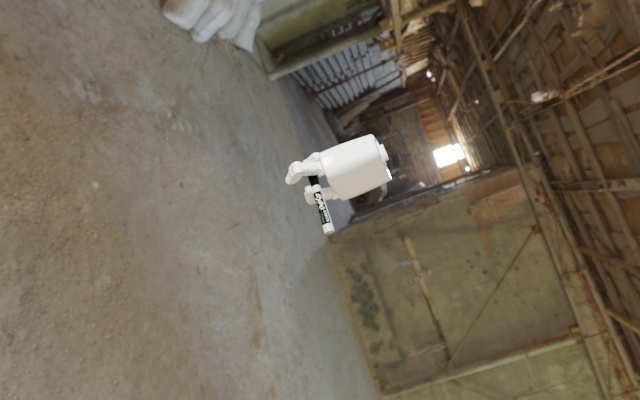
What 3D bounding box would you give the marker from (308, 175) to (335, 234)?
[{"bbox_3d":[0.000,0.003,0.876,0.020,0.121,0.020,-15,-19,-5],"label":"marker"}]
